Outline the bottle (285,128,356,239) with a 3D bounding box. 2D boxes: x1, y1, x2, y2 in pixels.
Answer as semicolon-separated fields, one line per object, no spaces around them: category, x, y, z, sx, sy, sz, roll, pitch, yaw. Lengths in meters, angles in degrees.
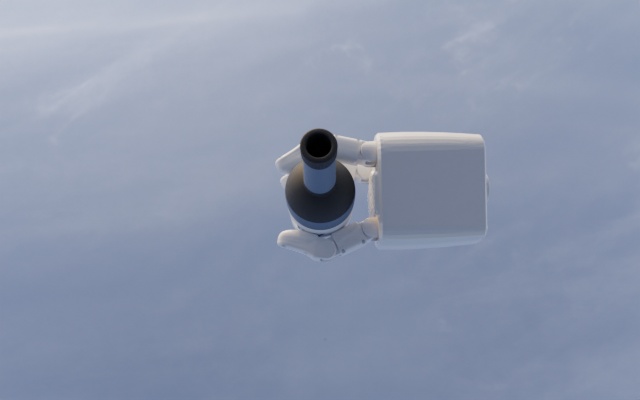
bottle;0.000;0.002;0.483;0.069;0.069;0.296;0;-16;1
